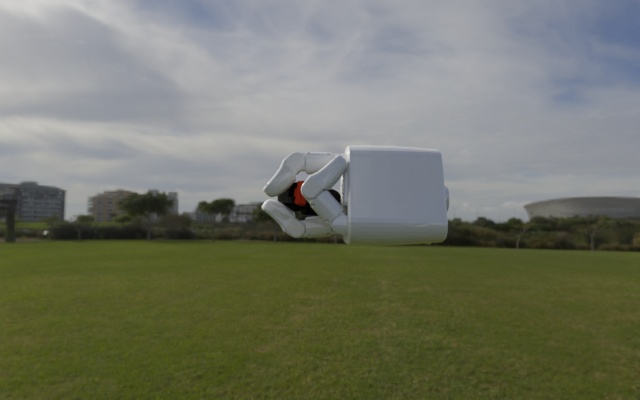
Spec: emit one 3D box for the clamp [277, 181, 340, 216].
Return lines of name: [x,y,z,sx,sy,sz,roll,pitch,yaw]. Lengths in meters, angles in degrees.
clamp: [0.000,0.001,0.615,0.120,0.039,0.171,0,-3,-1]
